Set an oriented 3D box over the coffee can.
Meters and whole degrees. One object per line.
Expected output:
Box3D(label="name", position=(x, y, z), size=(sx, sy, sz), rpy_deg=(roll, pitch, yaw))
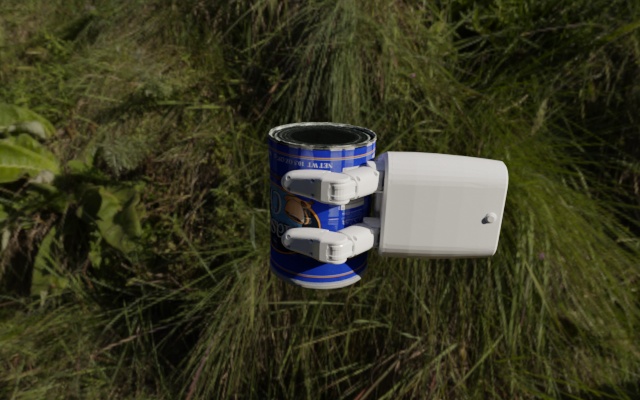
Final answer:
Box3D(label="coffee can", position=(0.000, 0.002, 0.475), size=(0.103, 0.140, 0.102), rpy_deg=(1, 21, -1))
